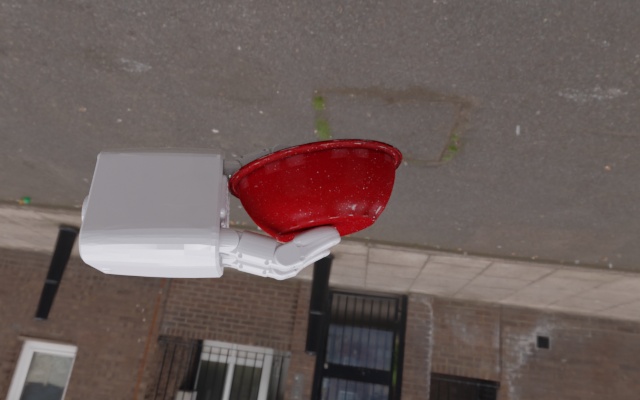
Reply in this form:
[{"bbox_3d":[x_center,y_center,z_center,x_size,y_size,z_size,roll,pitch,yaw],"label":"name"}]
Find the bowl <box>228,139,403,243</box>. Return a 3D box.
[{"bbox_3d":[0.001,0.002,0.435,0.162,0.055,0.162,-10,-15,-3],"label":"bowl"}]
